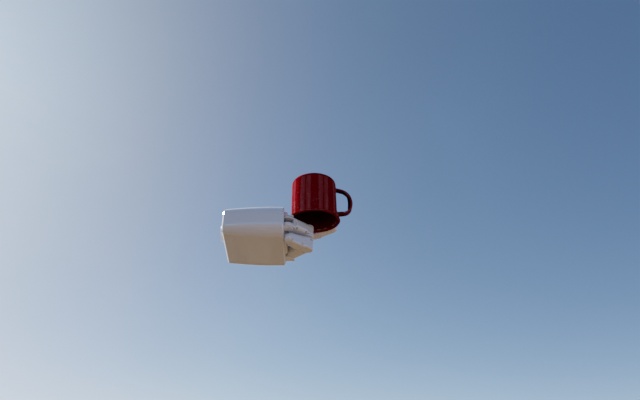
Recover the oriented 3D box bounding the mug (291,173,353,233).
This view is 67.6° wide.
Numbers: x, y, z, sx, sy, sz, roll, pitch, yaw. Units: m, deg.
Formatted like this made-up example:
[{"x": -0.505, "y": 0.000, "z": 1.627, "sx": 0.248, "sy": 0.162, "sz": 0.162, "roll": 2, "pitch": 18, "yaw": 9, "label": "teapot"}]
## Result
[{"x": 0.002, "y": 0.003, "z": 0.872, "sx": 0.117, "sy": 0.081, "sz": 0.093, "roll": -1, "pitch": -29, "yaw": -1, "label": "mug"}]
